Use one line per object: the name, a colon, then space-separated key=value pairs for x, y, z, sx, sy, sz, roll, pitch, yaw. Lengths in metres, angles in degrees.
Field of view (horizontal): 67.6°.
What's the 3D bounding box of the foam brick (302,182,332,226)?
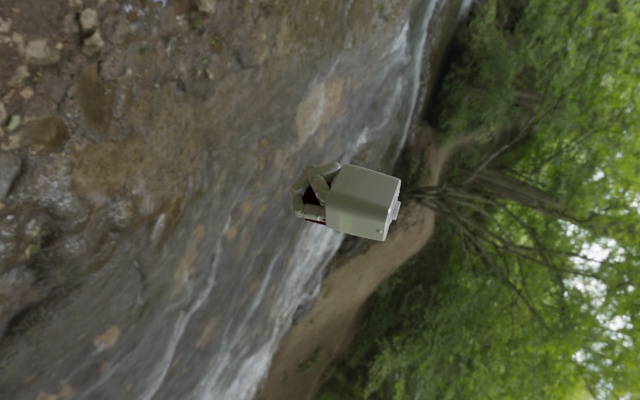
foam brick: x=0.000 y=0.003 z=0.885 sx=0.051 sy=0.053 sz=0.078 roll=14 pitch=-31 yaw=11
